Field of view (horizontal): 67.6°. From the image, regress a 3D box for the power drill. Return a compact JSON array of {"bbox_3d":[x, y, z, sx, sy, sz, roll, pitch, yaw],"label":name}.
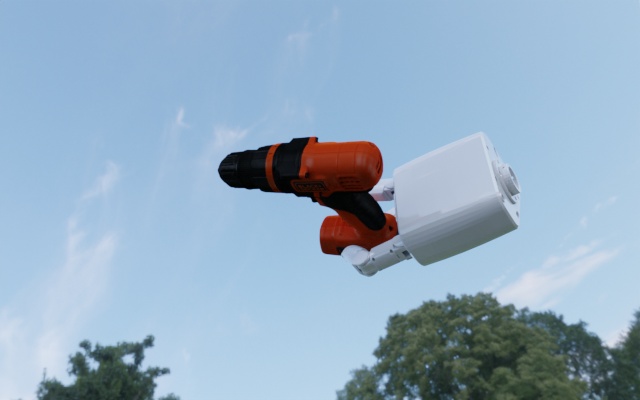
[{"bbox_3d":[0.001,0.002,0.537,0.184,0.057,0.188,1,-28,28],"label":"power drill"}]
